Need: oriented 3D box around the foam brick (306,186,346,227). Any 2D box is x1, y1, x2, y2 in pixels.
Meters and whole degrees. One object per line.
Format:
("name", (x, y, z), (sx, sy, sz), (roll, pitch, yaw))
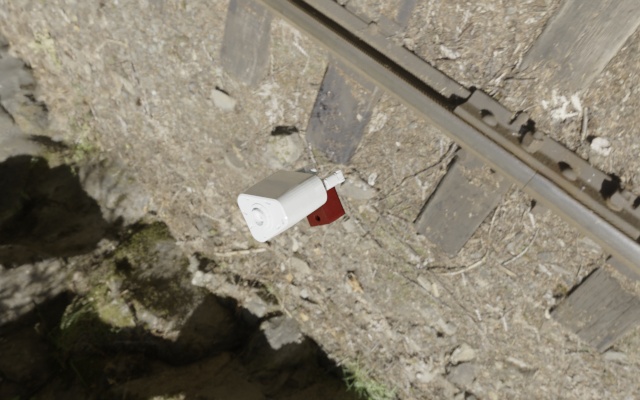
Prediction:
("foam brick", (0.000, 0.003, 0.883), (0.053, 0.078, 0.051), (-12, 16, 43))
